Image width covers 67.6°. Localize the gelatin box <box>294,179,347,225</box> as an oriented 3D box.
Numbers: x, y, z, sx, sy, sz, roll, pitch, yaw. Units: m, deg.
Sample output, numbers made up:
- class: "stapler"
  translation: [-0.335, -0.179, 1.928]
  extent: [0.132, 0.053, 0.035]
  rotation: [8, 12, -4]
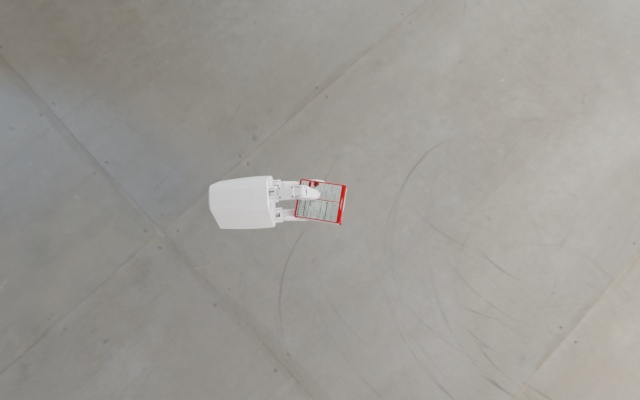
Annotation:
- class: "gelatin box"
  translation: [0.000, 0.003, 0.890]
  extent: [0.089, 0.073, 0.030]
  rotation: [8, -9, 7]
